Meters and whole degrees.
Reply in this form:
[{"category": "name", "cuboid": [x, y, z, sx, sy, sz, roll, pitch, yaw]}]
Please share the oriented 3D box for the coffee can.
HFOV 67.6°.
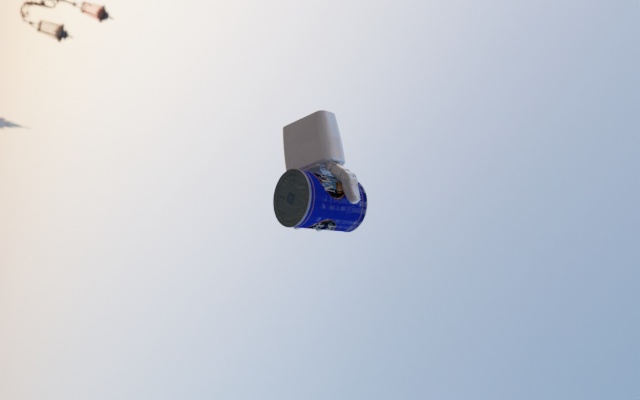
[{"category": "coffee can", "cuboid": [0.000, 0.003, 0.866, 0.140, 0.103, 0.103, 8, -5, -40]}]
